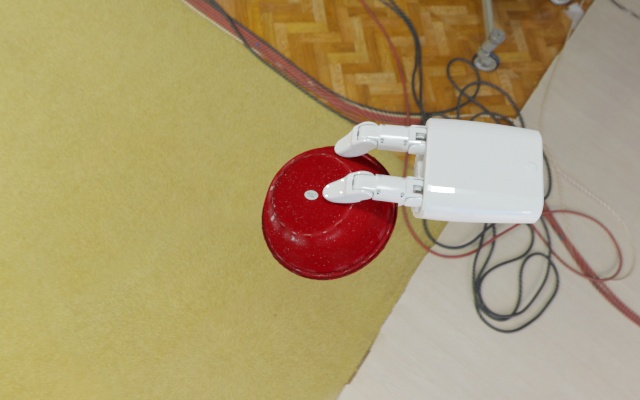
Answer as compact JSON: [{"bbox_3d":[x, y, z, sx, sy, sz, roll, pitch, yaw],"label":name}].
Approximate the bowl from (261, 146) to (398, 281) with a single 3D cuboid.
[{"bbox_3d":[-0.001,0.002,0.519,0.162,0.162,0.055,0,-21,19],"label":"bowl"}]
